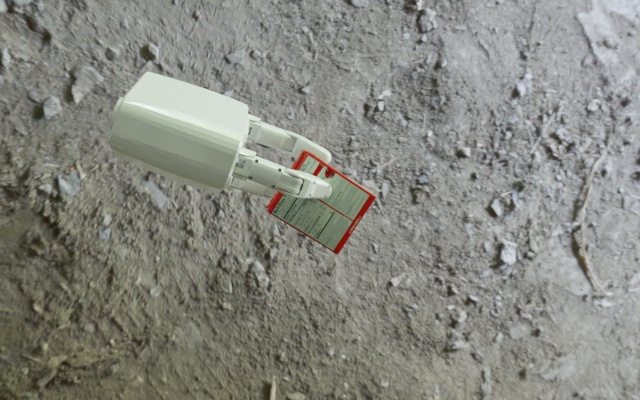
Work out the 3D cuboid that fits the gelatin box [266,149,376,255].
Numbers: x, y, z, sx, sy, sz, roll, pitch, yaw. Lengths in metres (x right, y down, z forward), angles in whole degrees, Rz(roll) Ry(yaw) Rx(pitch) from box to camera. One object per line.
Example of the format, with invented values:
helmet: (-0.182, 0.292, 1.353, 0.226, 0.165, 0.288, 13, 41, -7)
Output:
gelatin box: (0.000, 0.002, 0.492, 0.089, 0.073, 0.030, 32, 2, -14)
